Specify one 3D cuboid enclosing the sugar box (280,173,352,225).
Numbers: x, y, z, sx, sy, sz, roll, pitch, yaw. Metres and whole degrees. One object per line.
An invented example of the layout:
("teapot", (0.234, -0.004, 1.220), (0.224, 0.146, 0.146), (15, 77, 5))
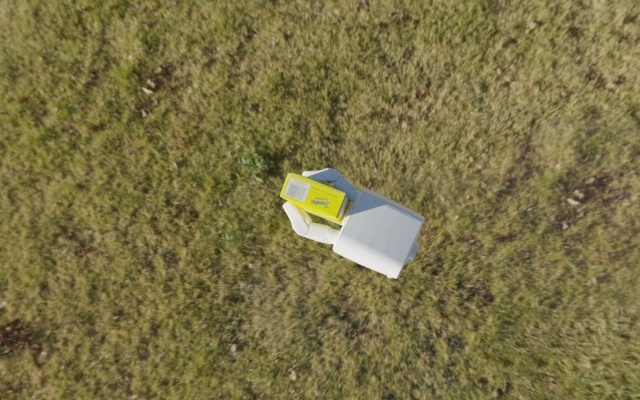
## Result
("sugar box", (0.000, 0.003, 0.778), (0.093, 0.048, 0.176), (22, -6, 11))
